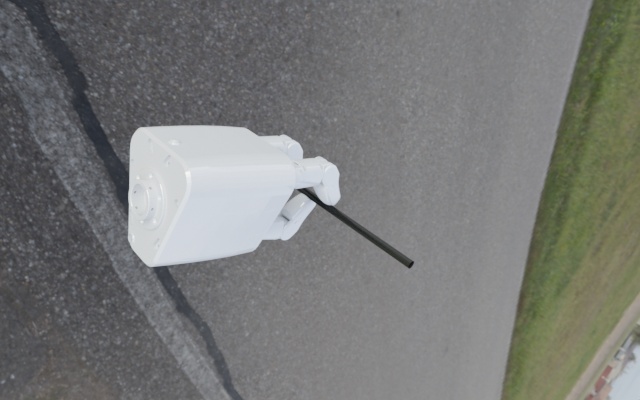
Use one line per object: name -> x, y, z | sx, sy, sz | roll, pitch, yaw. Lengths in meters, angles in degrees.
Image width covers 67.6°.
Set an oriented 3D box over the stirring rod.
stirring rod -> 0.000, 0.002, 0.498 | 0.239, 0.011, 0.011 | 35, 21, 34
